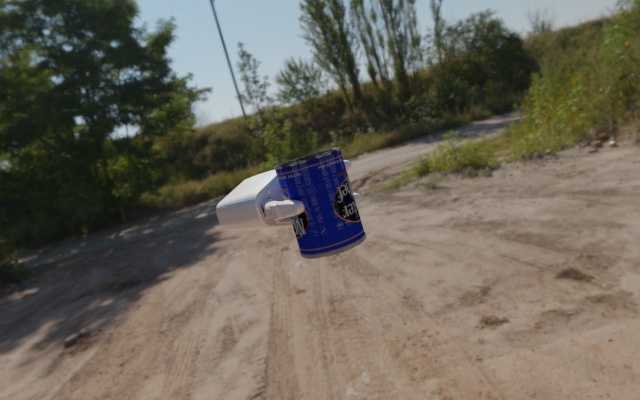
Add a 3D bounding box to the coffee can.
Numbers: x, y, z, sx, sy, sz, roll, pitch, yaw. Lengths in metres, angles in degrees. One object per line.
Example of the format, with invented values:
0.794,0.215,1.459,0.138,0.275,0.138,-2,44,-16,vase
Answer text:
0.000,0.002,0.707,0.103,0.140,0.103,-16,8,2,coffee can
